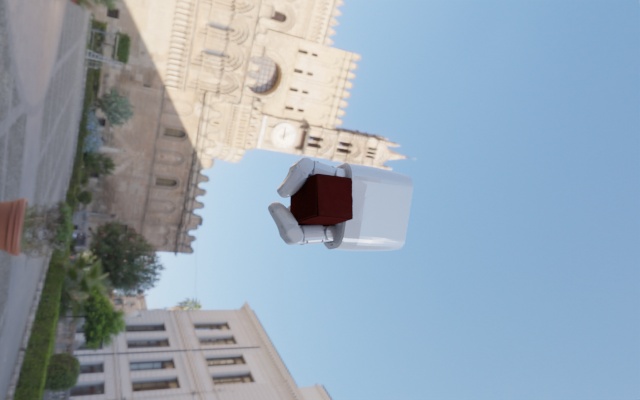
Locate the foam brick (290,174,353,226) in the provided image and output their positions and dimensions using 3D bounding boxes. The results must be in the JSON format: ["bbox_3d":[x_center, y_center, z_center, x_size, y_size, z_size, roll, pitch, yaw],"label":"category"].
[{"bbox_3d":[0.000,0.002,0.600,0.051,0.053,0.078,7,-13,-27],"label":"foam brick"}]
